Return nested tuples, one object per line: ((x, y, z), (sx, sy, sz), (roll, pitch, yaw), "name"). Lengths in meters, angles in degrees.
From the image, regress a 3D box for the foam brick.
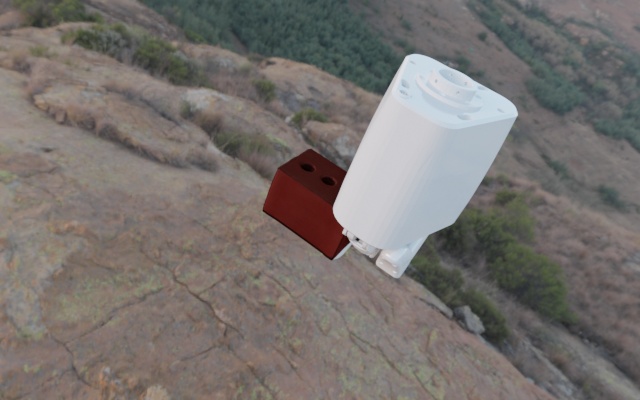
((0.000, 0.001, 0.410), (0.078, 0.051, 0.053), (34, 40, 15), "foam brick")
